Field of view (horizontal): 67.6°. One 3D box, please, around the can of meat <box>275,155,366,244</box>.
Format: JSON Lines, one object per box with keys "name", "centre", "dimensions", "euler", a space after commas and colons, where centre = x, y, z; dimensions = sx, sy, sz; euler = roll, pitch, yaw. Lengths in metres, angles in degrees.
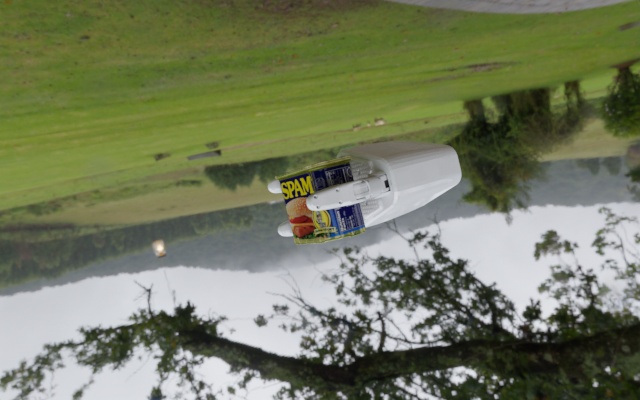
{"name": "can of meat", "centre": [0.000, 0.002, 0.537], "dimensions": [0.057, 0.084, 0.102], "euler": [-16, 3, -32]}
